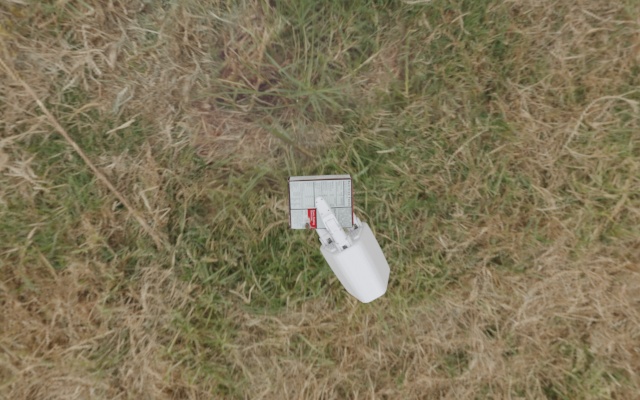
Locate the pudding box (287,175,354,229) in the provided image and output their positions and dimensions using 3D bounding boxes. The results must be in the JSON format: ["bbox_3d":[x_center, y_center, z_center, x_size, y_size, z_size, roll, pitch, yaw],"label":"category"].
[{"bbox_3d":[0.000,0.003,0.828,0.113,0.090,0.039,-2,12,-2],"label":"pudding box"}]
